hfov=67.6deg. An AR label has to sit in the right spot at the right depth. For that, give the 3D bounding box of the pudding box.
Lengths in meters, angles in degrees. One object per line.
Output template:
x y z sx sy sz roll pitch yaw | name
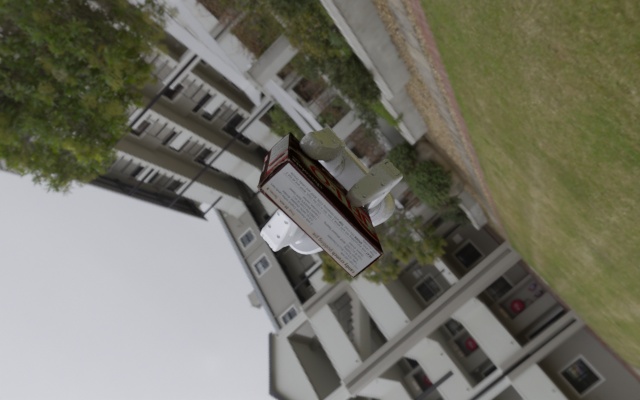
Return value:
0.000 0.001 0.406 0.113 0.039 0.090 43 12 -16 | pudding box
